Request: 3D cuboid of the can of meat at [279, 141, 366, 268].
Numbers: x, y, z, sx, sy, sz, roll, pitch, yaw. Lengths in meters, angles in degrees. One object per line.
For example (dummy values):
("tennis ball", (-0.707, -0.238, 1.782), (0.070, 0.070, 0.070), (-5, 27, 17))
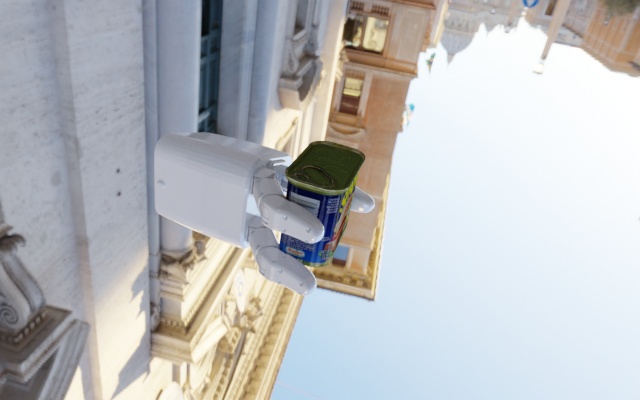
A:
("can of meat", (0.000, 0.002, 0.453), (0.057, 0.084, 0.102), (16, 29, 10))
